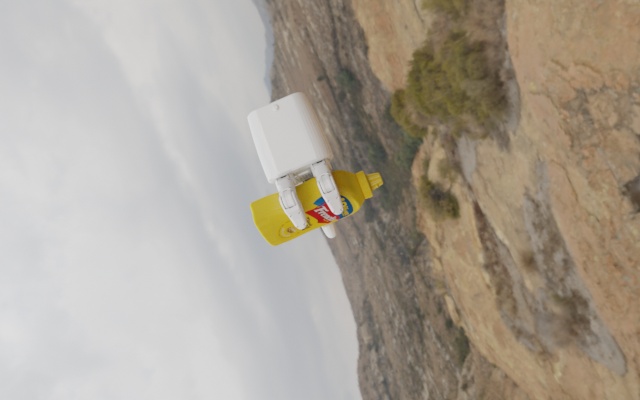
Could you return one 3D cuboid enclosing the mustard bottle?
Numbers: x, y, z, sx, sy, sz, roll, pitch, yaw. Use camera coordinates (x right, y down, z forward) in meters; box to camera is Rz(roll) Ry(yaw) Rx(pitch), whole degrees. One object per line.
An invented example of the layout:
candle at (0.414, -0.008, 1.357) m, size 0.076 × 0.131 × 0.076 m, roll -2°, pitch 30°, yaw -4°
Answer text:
mustard bottle at (0.000, 0.003, 0.705) m, size 0.191 × 0.058 × 0.096 m, roll -22°, pitch -34°, yaw 4°
